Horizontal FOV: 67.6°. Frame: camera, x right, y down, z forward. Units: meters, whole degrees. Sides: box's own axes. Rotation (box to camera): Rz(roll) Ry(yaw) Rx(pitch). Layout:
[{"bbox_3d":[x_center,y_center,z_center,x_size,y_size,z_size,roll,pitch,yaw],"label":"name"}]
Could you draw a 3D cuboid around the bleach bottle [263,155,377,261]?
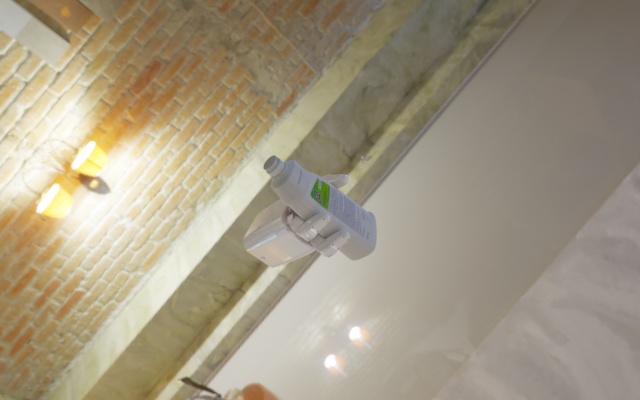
[{"bbox_3d":[0.000,0.003,0.824,0.068,0.102,0.251,-29,-52,29],"label":"bleach bottle"}]
